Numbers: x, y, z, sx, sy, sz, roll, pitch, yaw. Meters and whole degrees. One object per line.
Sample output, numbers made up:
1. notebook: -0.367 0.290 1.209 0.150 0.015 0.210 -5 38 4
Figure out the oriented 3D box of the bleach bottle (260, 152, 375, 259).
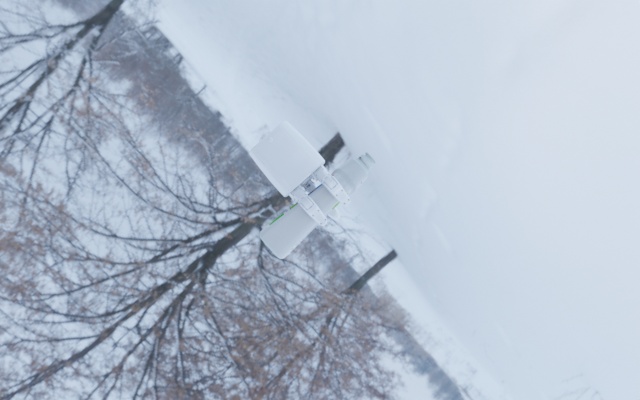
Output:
1. bleach bottle: 0.000 0.003 0.900 0.251 0.068 0.102 -42 1 -2
